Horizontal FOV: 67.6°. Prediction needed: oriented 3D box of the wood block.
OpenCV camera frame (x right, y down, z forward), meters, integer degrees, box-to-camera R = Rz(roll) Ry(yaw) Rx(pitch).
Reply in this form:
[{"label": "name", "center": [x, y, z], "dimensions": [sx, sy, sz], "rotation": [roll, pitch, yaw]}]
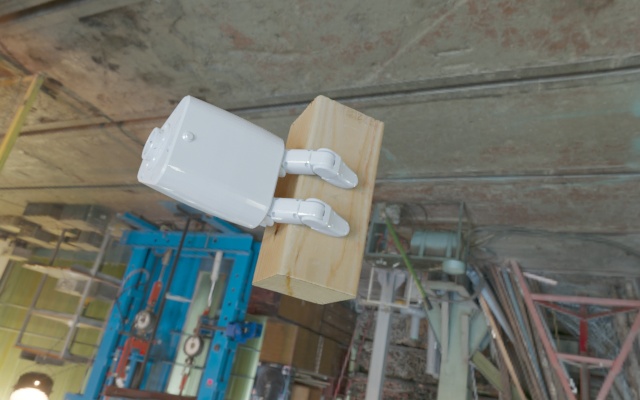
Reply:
[{"label": "wood block", "center": [0.000, 0.002, 0.540], "dimensions": [0.090, 0.206, 0.091], "rotation": [20, -23, -19]}]
